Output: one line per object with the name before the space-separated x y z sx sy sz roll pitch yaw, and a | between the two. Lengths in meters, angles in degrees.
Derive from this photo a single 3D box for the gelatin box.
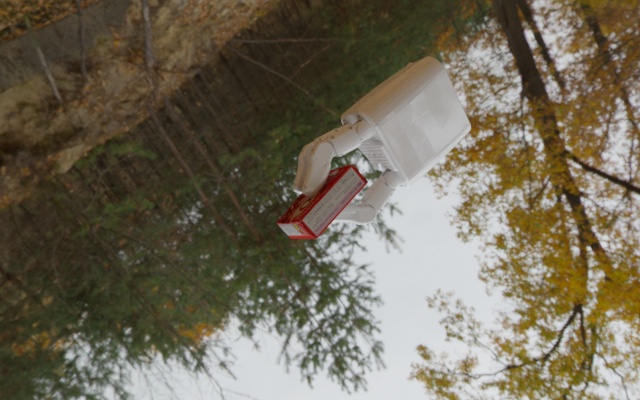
gelatin box | 0.000 0.002 0.524 0.089 0.030 0.073 -48 15 -19
